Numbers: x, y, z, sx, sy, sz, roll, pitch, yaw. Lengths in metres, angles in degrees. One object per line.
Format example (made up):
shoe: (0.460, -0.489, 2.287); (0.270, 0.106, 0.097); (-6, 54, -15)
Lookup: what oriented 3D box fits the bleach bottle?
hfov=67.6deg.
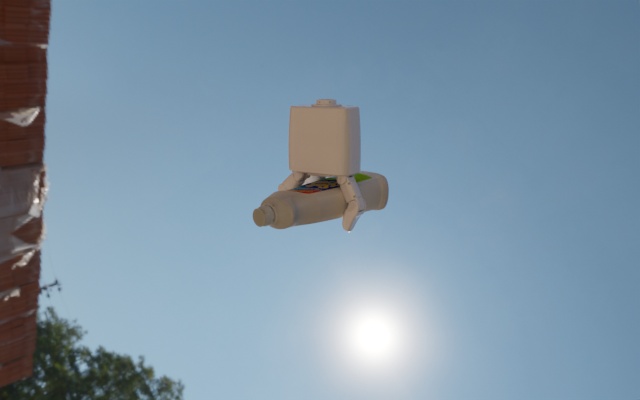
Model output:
bleach bottle: (0.000, 0.003, 0.781); (0.102, 0.068, 0.251); (13, 20, 40)
